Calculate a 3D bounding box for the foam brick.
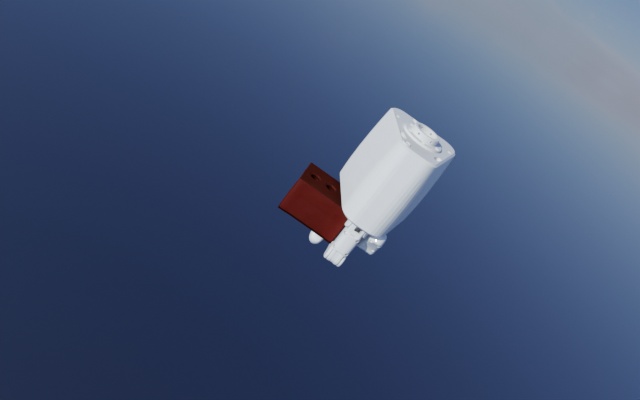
[{"bbox_3d":[0.000,0.002,0.575,0.078,0.051,0.053,35,30,-2],"label":"foam brick"}]
